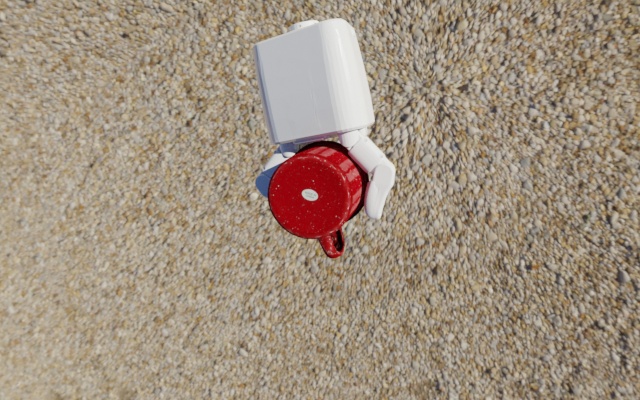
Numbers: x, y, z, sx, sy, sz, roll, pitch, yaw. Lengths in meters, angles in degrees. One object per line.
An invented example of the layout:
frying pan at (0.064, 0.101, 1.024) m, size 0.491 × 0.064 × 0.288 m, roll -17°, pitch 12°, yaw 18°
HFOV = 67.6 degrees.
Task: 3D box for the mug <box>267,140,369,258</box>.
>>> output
mug at (0.000, 0.003, 0.474) m, size 0.093 × 0.117 × 0.081 m, roll -11°, pitch 9°, yaw 15°
